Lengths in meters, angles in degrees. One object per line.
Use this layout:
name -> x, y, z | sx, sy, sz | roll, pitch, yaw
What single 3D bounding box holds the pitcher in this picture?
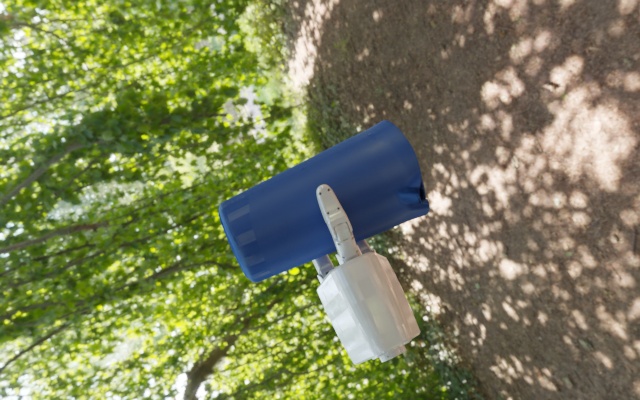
pitcher -> 0.000, 0.002, 0.608 | 0.243, 0.145, 0.149 | -24, -17, -7
